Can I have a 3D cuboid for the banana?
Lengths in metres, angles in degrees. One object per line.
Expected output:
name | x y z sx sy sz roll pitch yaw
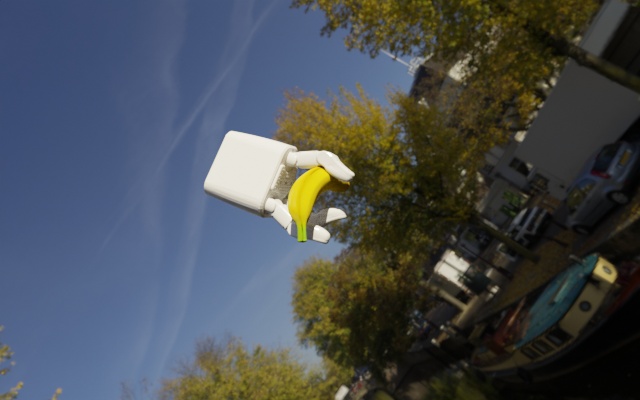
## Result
banana | -0.004 -0.014 0.682 0.037 0.070 0.197 2 23 23
